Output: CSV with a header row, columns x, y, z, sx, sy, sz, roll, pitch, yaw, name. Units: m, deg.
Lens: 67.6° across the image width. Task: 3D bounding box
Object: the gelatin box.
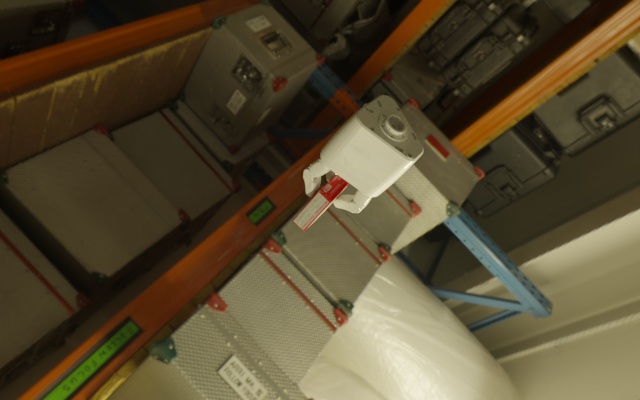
x,y,z,sx,sy,sz,roll,pitch,yaw,name
0.000,0.003,0.803,0.089,0.030,0.073,-49,-3,37,gelatin box
